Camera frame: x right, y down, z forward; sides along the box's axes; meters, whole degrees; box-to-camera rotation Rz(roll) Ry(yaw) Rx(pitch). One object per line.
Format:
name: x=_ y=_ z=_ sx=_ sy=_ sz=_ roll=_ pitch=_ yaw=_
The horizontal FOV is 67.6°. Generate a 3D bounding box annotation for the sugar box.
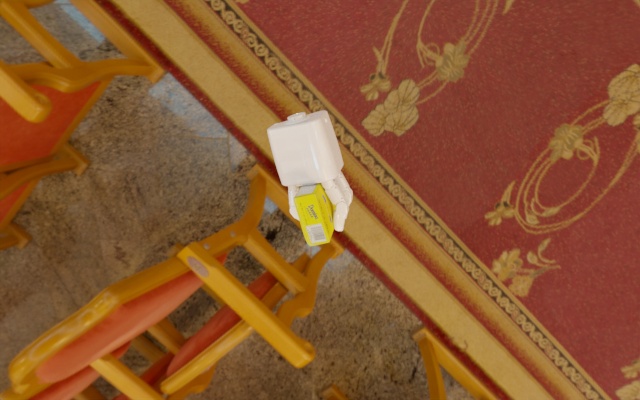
sugar box: x=0.001 y=0.003 z=0.873 sx=0.048 sy=0.093 sz=0.176 roll=-11 pitch=19 yaw=16
